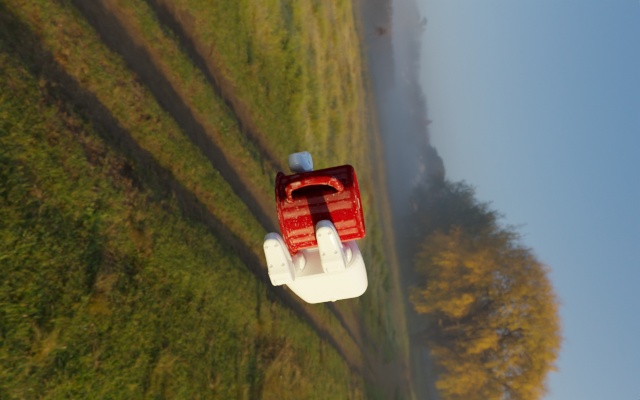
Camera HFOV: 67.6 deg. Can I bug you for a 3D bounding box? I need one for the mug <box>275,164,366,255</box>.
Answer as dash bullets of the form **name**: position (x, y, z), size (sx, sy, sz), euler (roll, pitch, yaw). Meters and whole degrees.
- **mug**: position (0.000, 0.001, 0.505), size (0.081, 0.093, 0.117), euler (-10, -29, 8)
